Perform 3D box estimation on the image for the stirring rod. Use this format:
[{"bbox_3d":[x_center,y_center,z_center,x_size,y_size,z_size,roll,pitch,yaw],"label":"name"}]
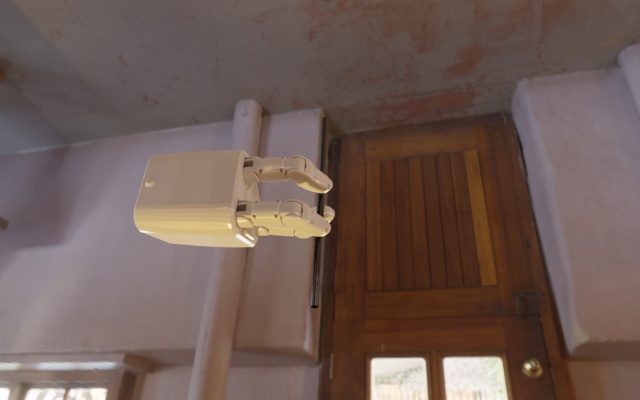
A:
[{"bbox_3d":[0.000,0.002,0.530,0.011,0.239,0.011,2,-31,1],"label":"stirring rod"}]
